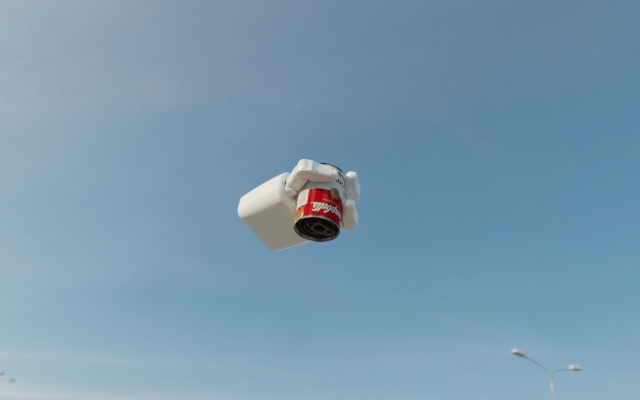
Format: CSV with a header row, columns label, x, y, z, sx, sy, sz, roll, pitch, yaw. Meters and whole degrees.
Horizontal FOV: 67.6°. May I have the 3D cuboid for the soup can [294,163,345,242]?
label,x,y,z,sx,sy,sz,roll,pitch,yaw
soup can,0.000,0.002,0.723,0.068,0.102,0.069,5,-36,4
